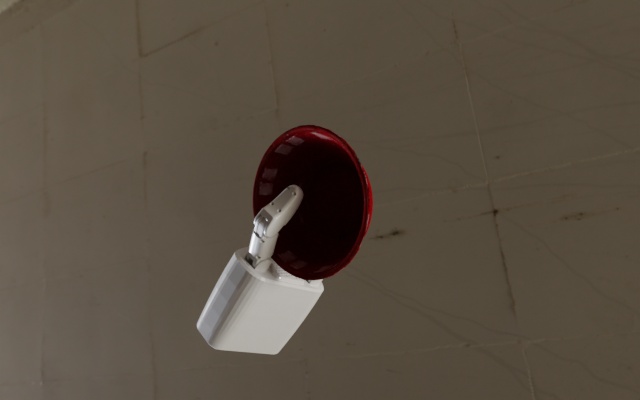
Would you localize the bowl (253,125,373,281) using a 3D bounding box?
[{"bbox_3d":[0.001,0.001,0.515,0.162,0.162,0.055,0,2,41],"label":"bowl"}]
